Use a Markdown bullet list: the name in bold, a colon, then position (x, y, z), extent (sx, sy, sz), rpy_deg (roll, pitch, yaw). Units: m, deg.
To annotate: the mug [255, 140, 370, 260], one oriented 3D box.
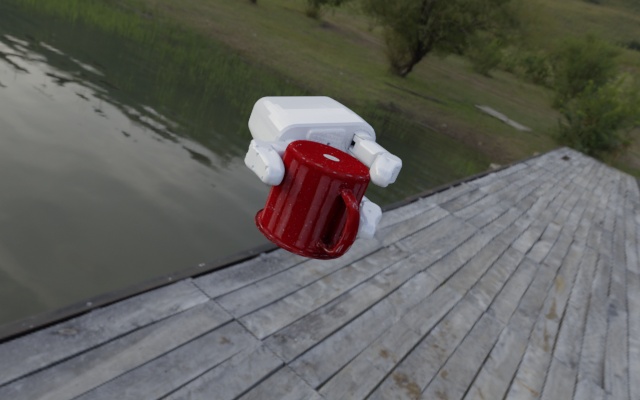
- **mug**: position (0.001, 0.002, 0.432), extent (0.093, 0.081, 0.117), rpy_deg (9, 24, -30)
